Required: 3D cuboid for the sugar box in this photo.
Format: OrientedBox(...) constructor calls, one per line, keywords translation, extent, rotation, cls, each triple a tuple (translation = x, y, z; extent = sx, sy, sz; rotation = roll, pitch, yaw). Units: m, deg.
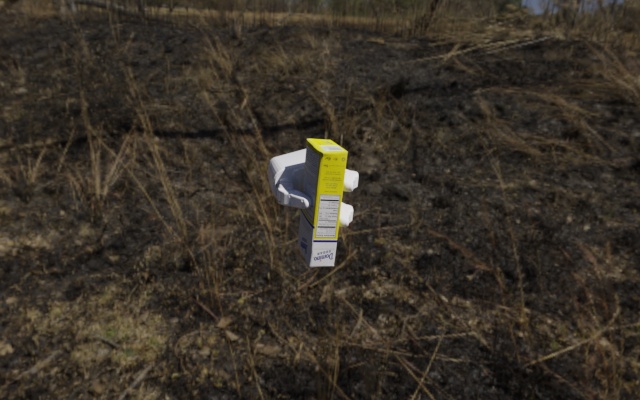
OrientedBox(translation=(0.001, 0.002, 0.720), extent=(0.048, 0.176, 0.093), rotation=(-1, 18, -14), cls="sugar box")
